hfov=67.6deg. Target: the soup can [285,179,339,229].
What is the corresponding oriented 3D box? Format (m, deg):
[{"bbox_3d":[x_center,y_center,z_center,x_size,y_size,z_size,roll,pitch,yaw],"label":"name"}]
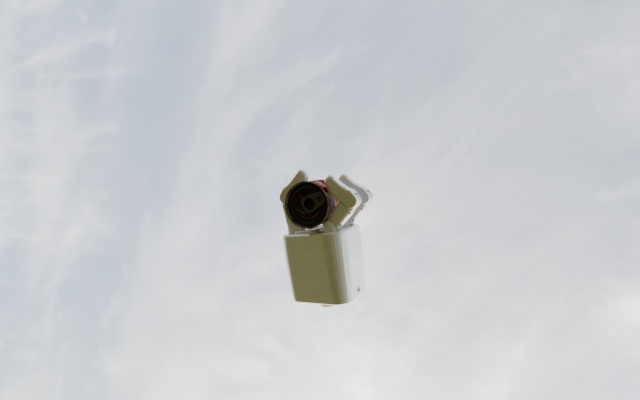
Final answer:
[{"bbox_3d":[0.000,0.002,0.718,0.068,0.068,0.102,0,5,24],"label":"soup can"}]
